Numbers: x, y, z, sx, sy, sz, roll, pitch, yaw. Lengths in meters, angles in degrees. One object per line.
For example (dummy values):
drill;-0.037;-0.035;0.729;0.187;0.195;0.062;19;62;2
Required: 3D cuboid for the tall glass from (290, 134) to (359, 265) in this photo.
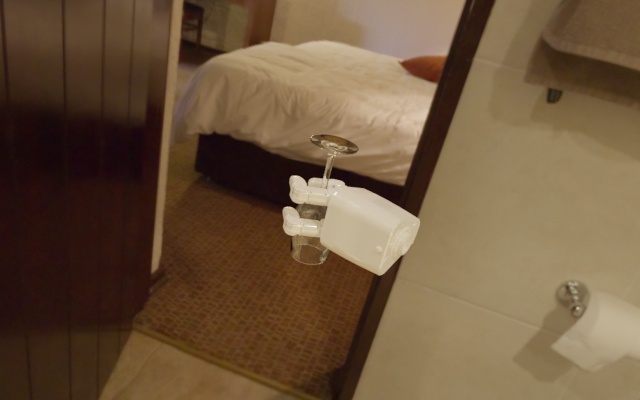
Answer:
tall glass;0.000;0.002;0.753;0.079;0.201;0.079;11;26;-6
